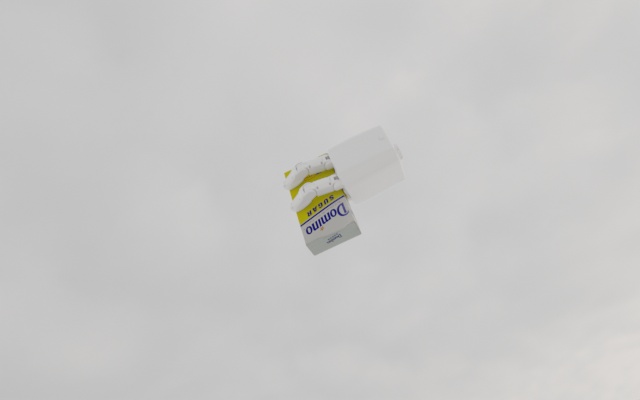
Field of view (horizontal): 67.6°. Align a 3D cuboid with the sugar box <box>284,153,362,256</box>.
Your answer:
[{"bbox_3d":[0.000,0.002,0.849,0.093,0.176,0.048,-26,-43,6],"label":"sugar box"}]
